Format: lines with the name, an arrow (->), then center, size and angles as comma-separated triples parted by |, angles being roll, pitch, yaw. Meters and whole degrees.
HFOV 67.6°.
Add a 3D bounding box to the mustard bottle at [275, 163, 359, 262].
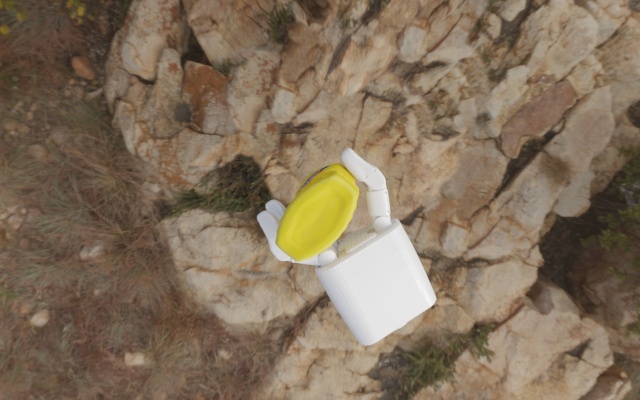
mustard bottle -> 0.000, 0.002, 0.549 | 0.058, 0.096, 0.191 | 38, 10, -4
